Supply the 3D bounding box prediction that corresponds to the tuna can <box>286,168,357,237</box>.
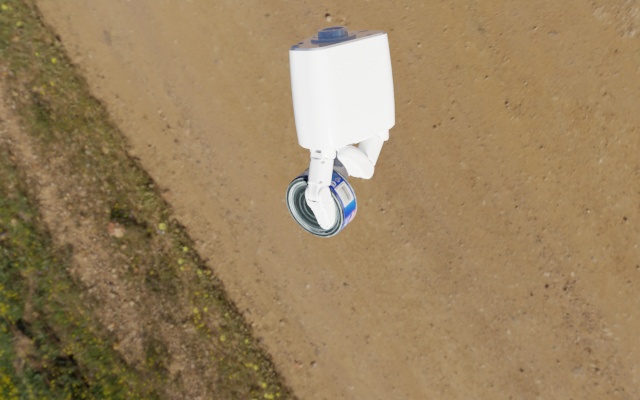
[{"bbox_3d":[0.000,0.002,0.588,0.086,0.086,0.033,0,28,38],"label":"tuna can"}]
